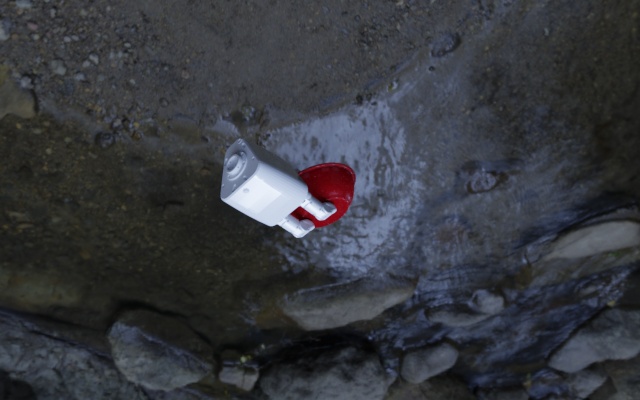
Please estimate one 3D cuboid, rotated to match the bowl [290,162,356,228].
[{"bbox_3d":[0.001,0.003,0.884,0.162,0.055,0.162,-17,-31,-11],"label":"bowl"}]
